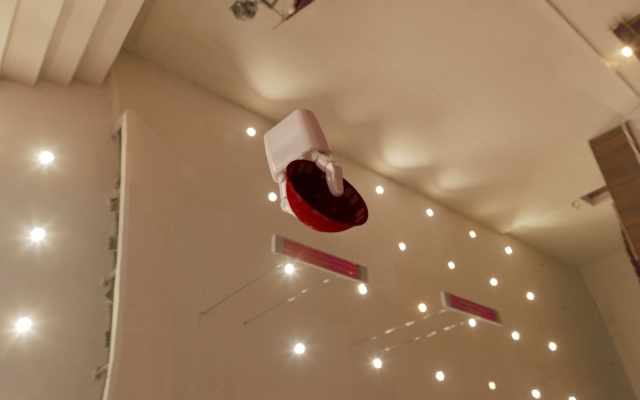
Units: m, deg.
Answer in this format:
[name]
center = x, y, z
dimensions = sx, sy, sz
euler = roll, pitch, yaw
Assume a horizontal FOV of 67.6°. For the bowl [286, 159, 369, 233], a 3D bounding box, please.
[bowl]
center = 0.000, 0.004, 0.804
dimensions = 0.162, 0.055, 0.162
euler = 27, 28, -16
